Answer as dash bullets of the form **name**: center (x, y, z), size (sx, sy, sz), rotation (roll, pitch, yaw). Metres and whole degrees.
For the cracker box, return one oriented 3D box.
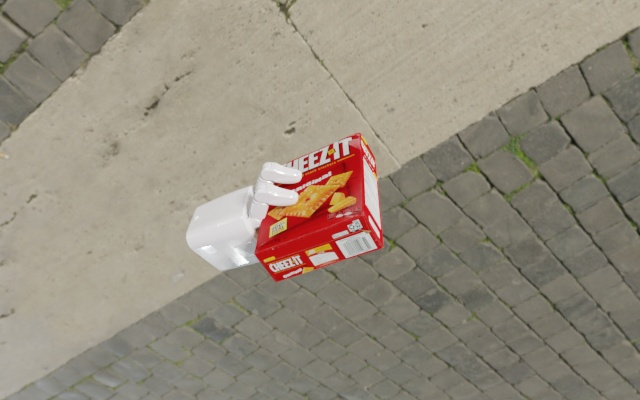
- **cracker box**: center (0.000, 0.003, 0.707), size (0.164, 0.072, 0.213), rotation (-20, 34, 17)
